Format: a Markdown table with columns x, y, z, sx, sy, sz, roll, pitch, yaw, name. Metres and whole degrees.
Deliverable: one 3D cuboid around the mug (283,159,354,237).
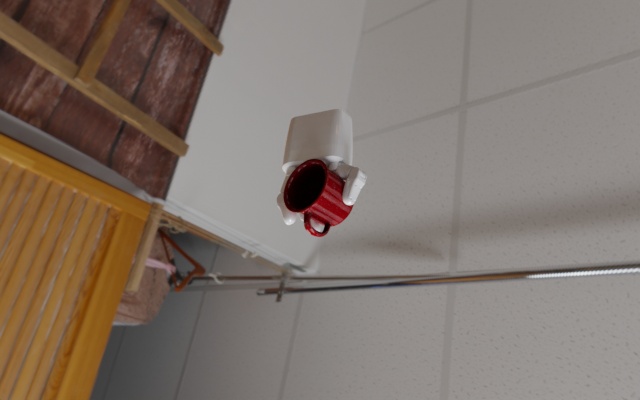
| x | y | z | sx | sy | sz | roll | pitch | yaw | name |
| --- | --- | --- | --- | --- | --- | --- | --- | --- | --- |
| 0.000 | 0.004 | 0.764 | 0.093 | 0.117 | 0.081 | -17 | -35 | 37 | mug |
